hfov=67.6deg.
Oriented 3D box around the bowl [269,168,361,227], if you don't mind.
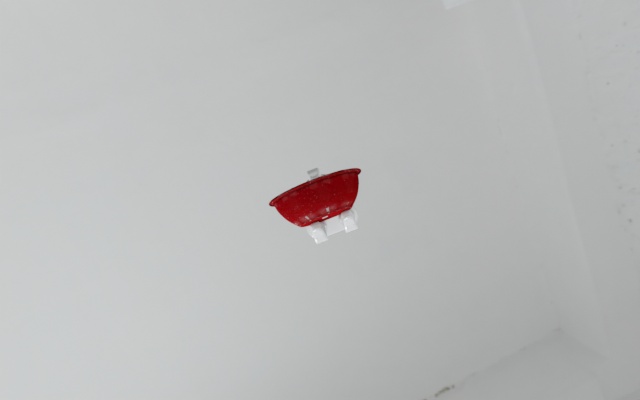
[{"bbox_3d":[0.000,0.003,0.780,0.162,0.055,0.162,-20,-8,-3],"label":"bowl"}]
